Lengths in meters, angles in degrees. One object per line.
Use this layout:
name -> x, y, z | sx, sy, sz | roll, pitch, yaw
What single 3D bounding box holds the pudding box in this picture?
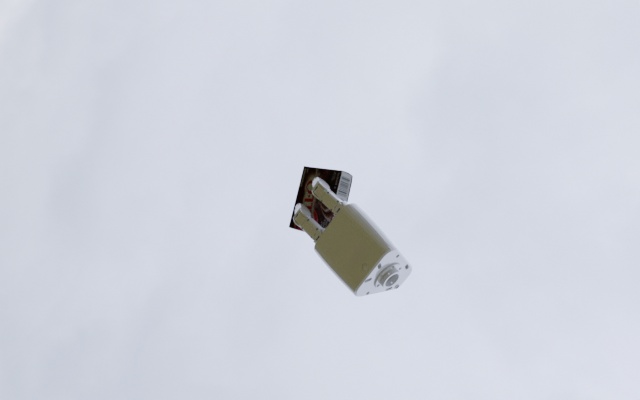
pudding box -> 0.000, 0.003, 0.806 | 0.090, 0.113, 0.039 | 11, -7, 42
